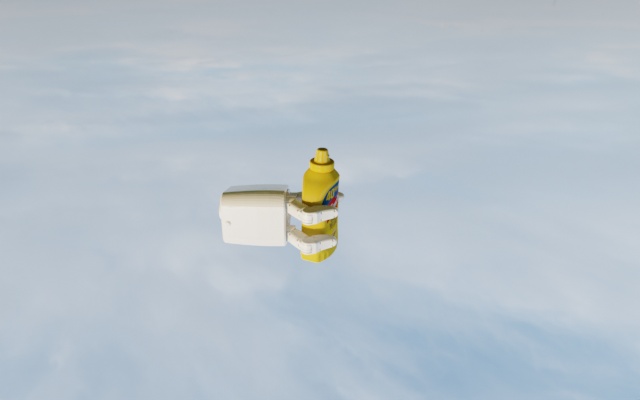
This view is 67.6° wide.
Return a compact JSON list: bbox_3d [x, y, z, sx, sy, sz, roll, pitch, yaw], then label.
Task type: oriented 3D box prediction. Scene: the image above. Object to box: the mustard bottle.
[{"bbox_3d":[0.000,0.003,0.808,0.058,0.192,0.096,12,29,21],"label":"mustard bottle"}]
